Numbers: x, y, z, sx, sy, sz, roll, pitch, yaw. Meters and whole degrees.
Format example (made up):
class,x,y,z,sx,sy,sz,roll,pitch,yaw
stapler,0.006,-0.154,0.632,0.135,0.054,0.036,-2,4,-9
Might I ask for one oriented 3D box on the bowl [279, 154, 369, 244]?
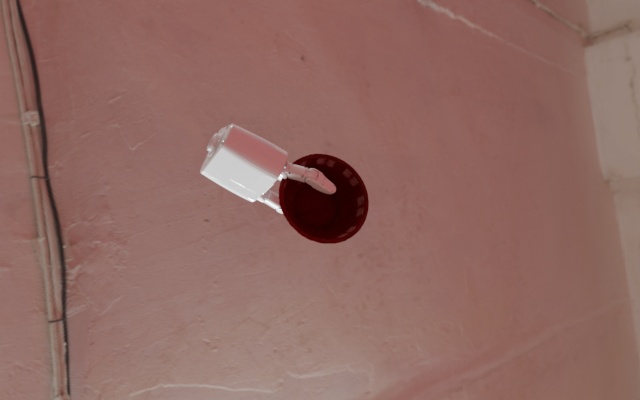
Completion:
class,x,y,z,sx,sy,sz,roll,pitch,yaw
bowl,0.001,0.004,0.833,0.162,0.162,0.055,0,-18,-18
